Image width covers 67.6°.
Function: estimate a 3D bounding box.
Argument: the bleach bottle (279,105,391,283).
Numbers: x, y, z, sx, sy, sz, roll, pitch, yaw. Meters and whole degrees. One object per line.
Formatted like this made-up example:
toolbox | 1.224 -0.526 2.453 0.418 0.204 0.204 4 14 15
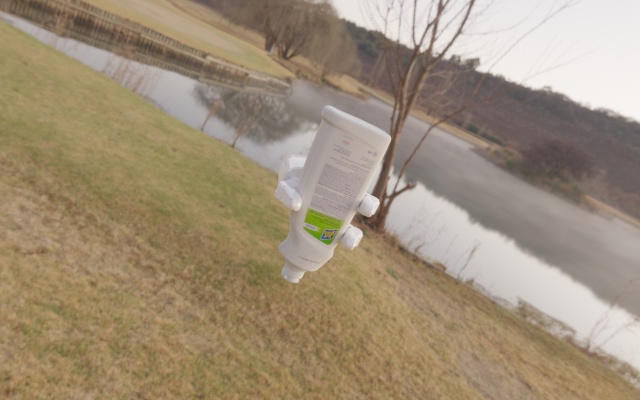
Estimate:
bleach bottle | 0.000 0.002 0.673 0.102 0.251 0.068 22 15 -15
